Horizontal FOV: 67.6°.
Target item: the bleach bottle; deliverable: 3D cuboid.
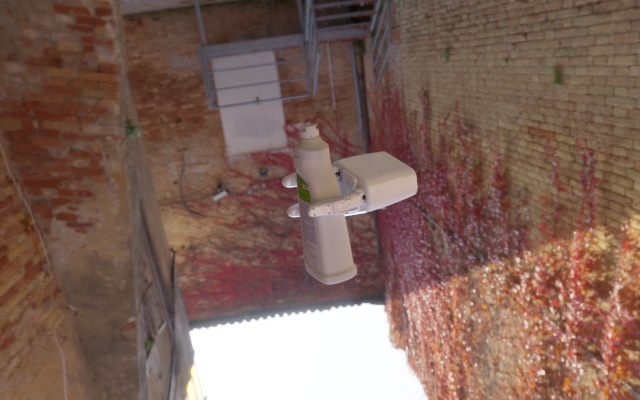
[{"bbox_3d":[0.000,0.003,0.779,0.068,0.251,0.102,-15,18,-25],"label":"bleach bottle"}]
